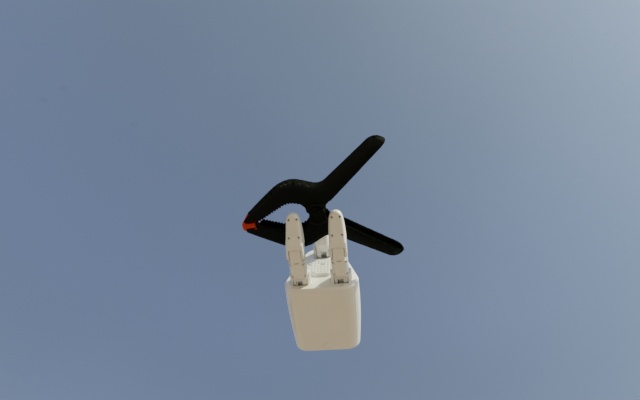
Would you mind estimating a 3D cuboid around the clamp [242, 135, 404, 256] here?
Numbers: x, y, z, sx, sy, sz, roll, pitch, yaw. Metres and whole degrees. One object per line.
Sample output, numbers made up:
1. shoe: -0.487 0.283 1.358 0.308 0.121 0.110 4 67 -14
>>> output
1. clamp: 0.000 0.002 0.621 0.210 0.165 0.036 -4 20 5
